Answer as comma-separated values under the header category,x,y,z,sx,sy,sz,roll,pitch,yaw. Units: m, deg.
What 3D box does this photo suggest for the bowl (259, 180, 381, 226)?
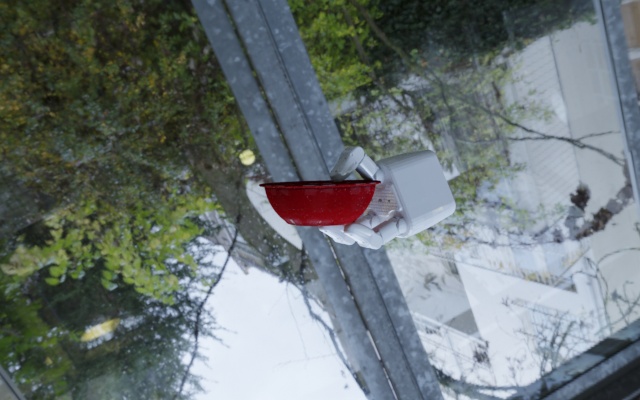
category,x,y,z,sx,sy,sz,roll,pitch,yaw
bowl,-0.001,0.003,0.633,0.162,0.055,0.162,-1,4,0
